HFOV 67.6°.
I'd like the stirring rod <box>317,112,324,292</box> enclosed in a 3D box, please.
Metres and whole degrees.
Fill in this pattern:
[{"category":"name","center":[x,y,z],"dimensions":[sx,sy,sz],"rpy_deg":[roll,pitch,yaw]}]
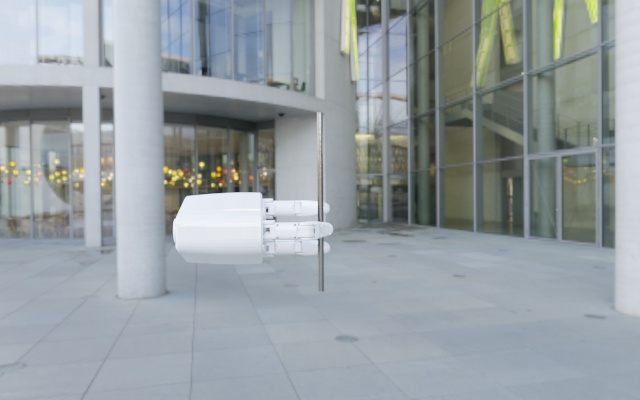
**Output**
[{"category":"stirring rod","center":[0.000,0.002,0.643],"dimensions":[0.011,0.239,0.011],"rpy_deg":[0,0,0]}]
